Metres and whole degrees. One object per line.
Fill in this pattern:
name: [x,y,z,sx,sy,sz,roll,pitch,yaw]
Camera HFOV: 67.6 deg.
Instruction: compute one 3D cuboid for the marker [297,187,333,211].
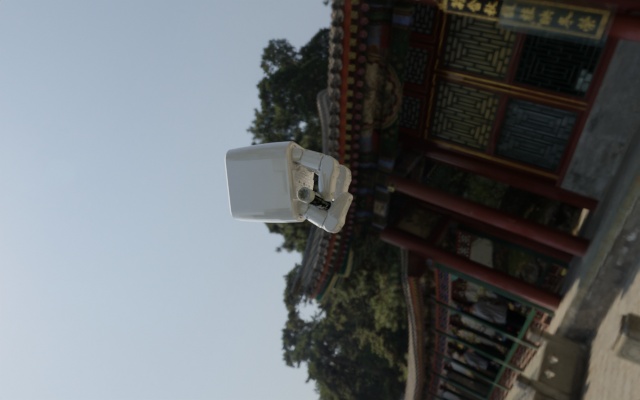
marker: [0.000,0.002,0.657,0.020,0.020,0.121,0,-10,21]
